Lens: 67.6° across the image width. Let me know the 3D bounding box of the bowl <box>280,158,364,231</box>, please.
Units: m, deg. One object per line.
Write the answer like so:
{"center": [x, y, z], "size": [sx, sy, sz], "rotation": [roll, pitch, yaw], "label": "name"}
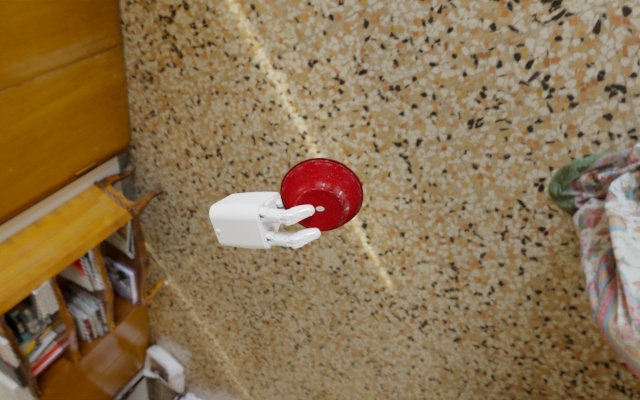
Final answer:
{"center": [0.001, 0.003, 0.895], "size": [0.162, 0.162, 0.055], "rotation": [0, 33, 5], "label": "bowl"}
